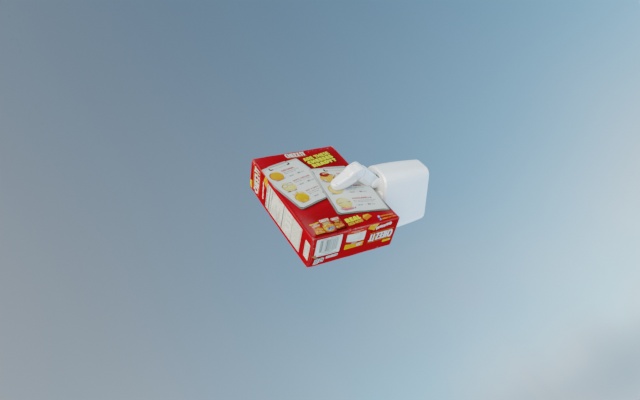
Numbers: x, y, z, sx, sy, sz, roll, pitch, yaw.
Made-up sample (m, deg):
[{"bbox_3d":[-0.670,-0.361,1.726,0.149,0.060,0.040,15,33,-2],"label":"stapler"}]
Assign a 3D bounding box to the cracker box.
[{"bbox_3d":[0.000,0.003,0.797,0.164,0.072,0.213,-13,43,-30],"label":"cracker box"}]
